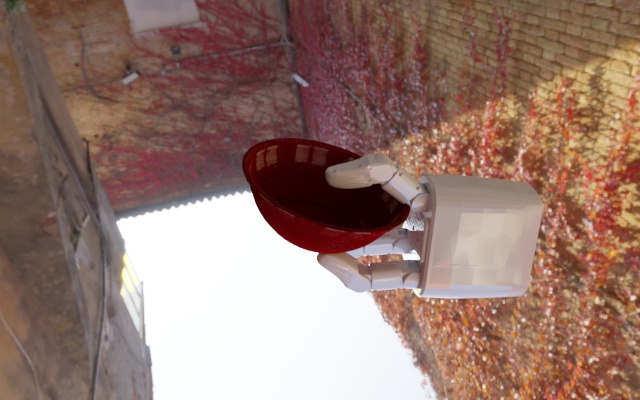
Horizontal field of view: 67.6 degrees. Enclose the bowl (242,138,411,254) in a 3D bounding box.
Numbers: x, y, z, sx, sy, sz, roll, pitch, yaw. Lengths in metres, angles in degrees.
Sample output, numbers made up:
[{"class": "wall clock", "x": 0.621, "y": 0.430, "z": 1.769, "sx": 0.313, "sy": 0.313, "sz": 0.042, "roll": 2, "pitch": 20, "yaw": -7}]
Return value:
[{"class": "bowl", "x": -0.001, "y": 0.001, "z": 0.456, "sx": 0.162, "sy": 0.055, "sz": 0.162, "roll": 14, "pitch": 30, "yaw": -8}]
